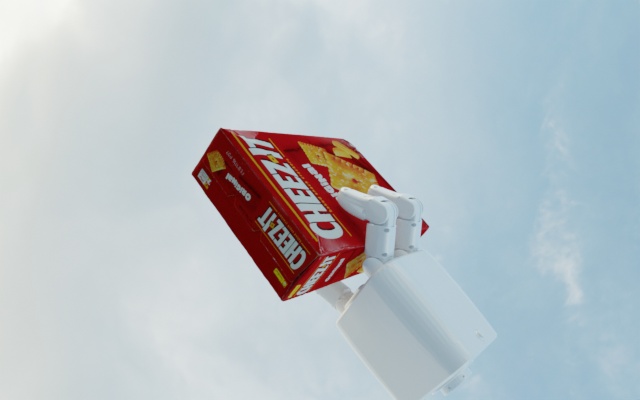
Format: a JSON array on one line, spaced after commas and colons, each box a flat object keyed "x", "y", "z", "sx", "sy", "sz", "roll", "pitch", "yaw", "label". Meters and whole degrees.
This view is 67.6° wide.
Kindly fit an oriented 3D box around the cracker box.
[{"x": 0.000, "y": 0.002, "z": 0.509, "sx": 0.164, "sy": 0.072, "sz": 0.213, "roll": 50, "pitch": 29, "yaw": 23, "label": "cracker box"}]
